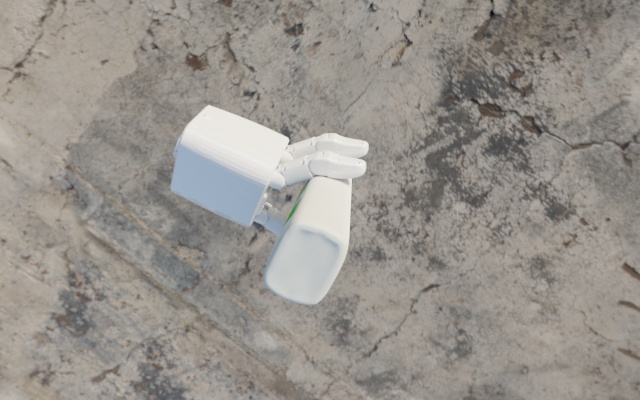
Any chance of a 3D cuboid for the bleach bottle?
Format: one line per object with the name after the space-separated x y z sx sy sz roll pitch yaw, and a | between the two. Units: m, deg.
0.000 0.002 0.565 0.068 0.103 0.250 24 29 -6 | bleach bottle
